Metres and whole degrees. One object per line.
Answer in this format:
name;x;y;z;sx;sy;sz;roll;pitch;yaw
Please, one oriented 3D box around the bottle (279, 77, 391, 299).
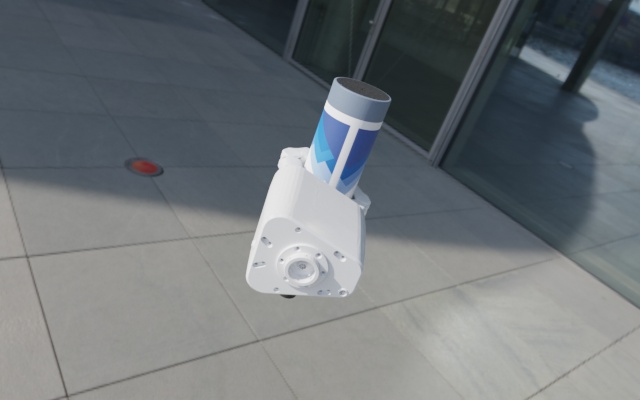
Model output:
bottle;0.000;0.002;0.585;0.069;0.296;0.069;16;27;-9
